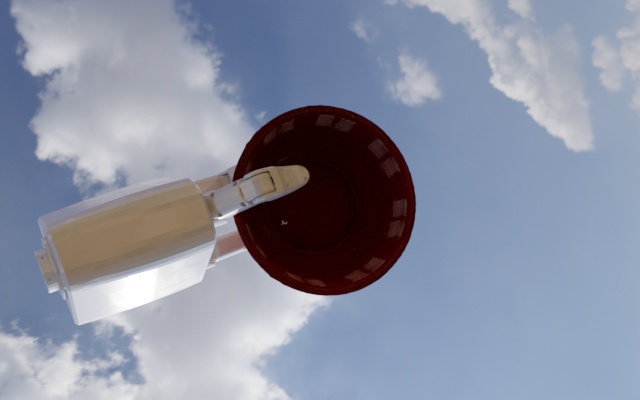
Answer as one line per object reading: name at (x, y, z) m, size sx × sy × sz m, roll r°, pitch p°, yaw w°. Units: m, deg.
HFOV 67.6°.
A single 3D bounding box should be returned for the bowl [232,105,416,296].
bowl at (0.001, 0.001, 0.424) m, size 0.162 × 0.162 × 0.055 m, roll 0°, pitch -8°, yaw -16°
